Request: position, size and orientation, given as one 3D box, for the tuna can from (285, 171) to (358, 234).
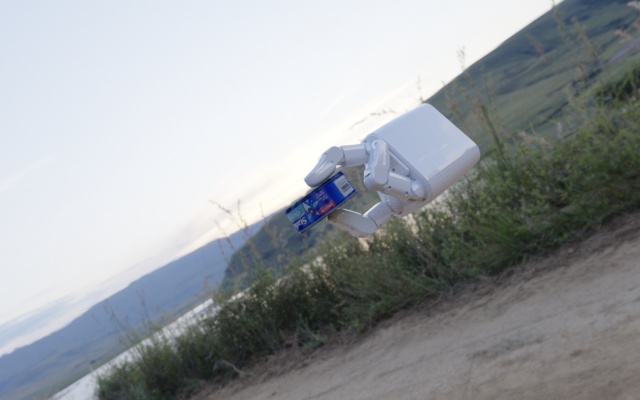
[{"bbox_3d":[0.000,0.001,0.569,0.086,0.034,0.086,-36,1,1],"label":"tuna can"}]
